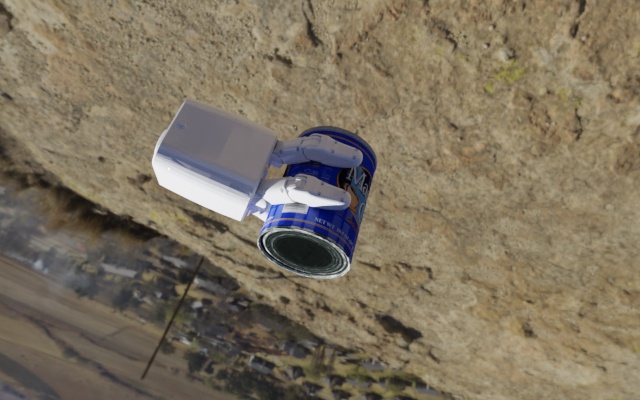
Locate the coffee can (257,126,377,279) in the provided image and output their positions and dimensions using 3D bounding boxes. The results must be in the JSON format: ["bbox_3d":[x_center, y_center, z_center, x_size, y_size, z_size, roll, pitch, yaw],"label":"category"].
[{"bbox_3d":[0.000,0.002,0.538,0.103,0.140,0.103,12,-33,8],"label":"coffee can"}]
